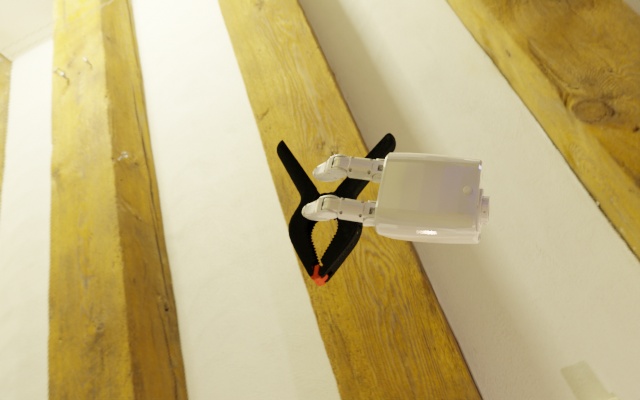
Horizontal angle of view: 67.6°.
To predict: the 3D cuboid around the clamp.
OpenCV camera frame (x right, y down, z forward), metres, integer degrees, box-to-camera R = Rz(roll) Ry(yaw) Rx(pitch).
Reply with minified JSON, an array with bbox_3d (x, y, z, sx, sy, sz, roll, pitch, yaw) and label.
[{"bbox_3d":[0.000,0.003,0.610,0.164,0.210,0.036,5,-25,21],"label":"clamp"}]
